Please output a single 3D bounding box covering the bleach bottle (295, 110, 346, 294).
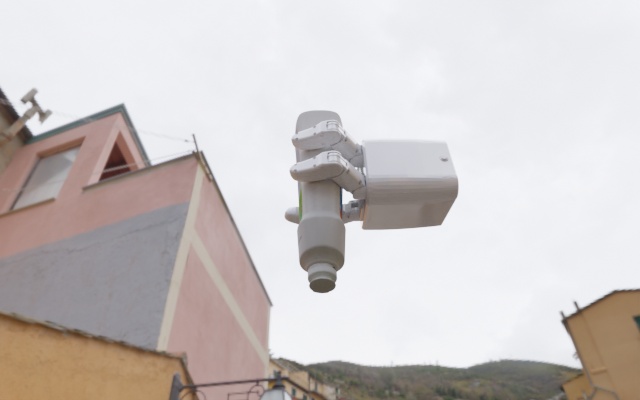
[{"bbox_3d":[0.000,0.002,0.581,0.068,0.250,0.103,-1,-43,0],"label":"bleach bottle"}]
